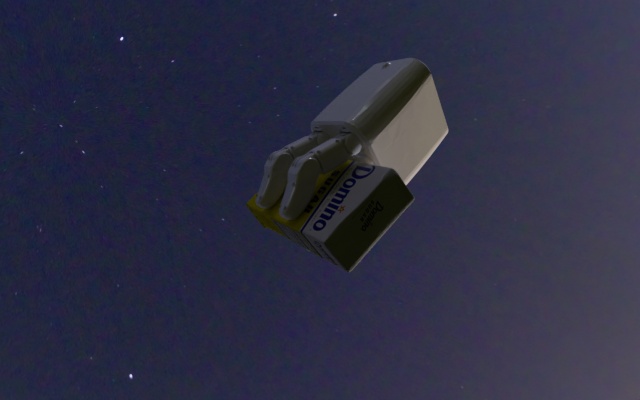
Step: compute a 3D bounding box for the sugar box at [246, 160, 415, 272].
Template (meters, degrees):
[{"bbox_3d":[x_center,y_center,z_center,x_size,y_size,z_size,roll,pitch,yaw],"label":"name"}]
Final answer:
[{"bbox_3d":[0.000,0.001,0.475,0.093,0.048,0.176,-47,26,-15],"label":"sugar box"}]
